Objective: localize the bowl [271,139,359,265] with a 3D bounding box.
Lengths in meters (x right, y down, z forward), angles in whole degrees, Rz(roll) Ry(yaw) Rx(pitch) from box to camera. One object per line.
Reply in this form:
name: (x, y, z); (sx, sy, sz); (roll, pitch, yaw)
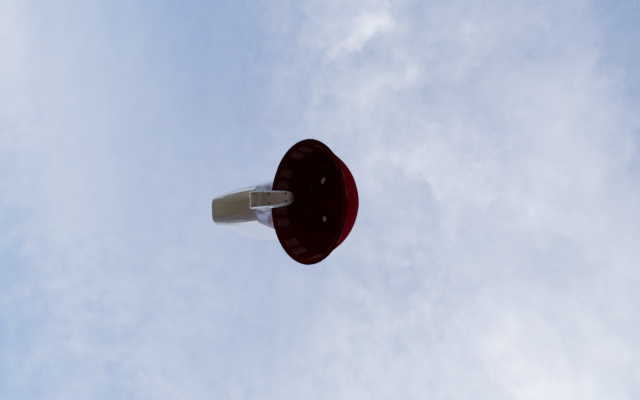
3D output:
bowl: (0.001, 0.002, 0.626); (0.055, 0.162, 0.162); (1, -1, -38)
